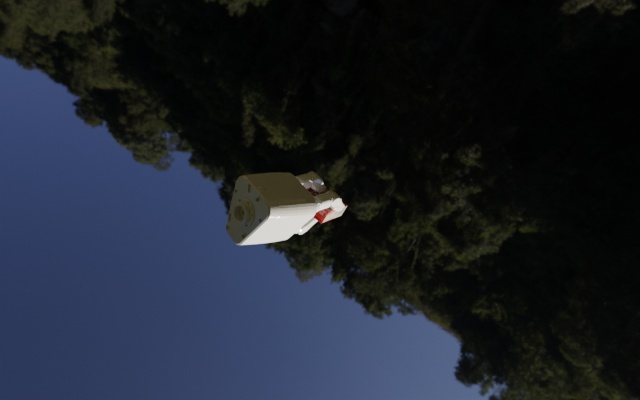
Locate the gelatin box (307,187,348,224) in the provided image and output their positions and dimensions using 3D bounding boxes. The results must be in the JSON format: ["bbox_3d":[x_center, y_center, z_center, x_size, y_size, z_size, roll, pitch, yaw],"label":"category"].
[{"bbox_3d":[0.000,0.003,0.890,0.073,0.030,0.089,40,23,17],"label":"gelatin box"}]
